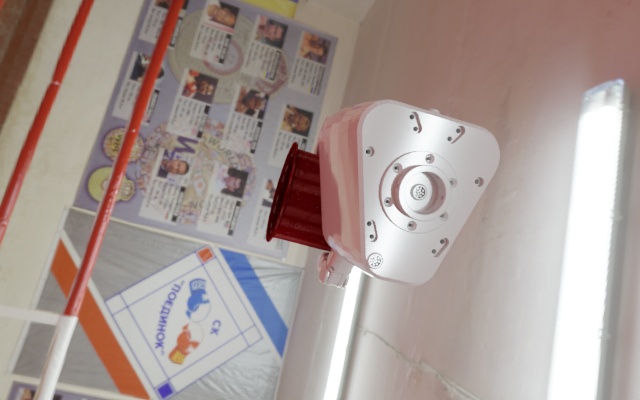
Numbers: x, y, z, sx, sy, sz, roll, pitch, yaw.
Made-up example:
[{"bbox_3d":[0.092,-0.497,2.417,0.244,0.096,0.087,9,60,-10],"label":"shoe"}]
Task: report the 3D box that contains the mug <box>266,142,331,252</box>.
[{"bbox_3d":[0.000,0.001,0.448,0.081,0.093,0.117,16,4,-11],"label":"mug"}]
